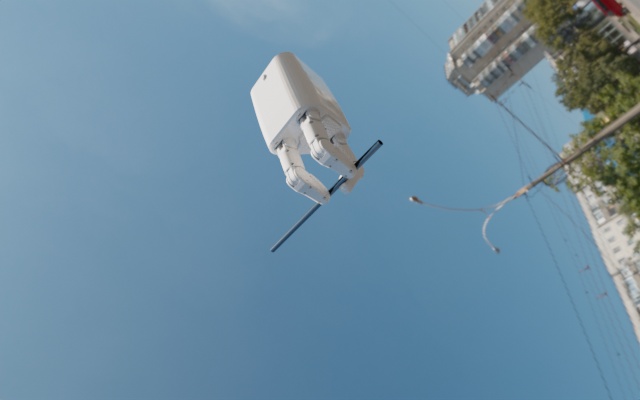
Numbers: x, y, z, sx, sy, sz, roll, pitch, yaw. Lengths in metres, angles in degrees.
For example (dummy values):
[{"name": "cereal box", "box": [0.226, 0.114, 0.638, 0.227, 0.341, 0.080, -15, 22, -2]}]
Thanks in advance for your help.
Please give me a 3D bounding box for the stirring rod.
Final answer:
[{"name": "stirring rod", "box": [0.000, 0.002, 0.627, 0.011, 0.011, 0.240, 0, -36, -46]}]
